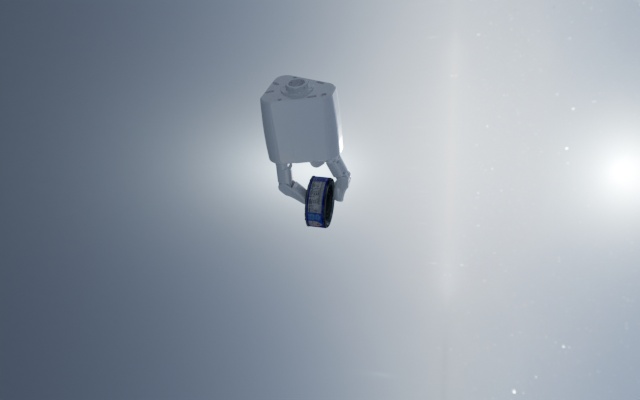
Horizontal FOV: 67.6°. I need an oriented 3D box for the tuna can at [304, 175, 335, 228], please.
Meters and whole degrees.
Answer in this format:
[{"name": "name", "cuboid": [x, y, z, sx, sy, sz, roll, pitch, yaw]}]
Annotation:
[{"name": "tuna can", "cuboid": [0.001, 0.003, 0.787, 0.034, 0.086, 0.086, 6, 1, 12]}]
